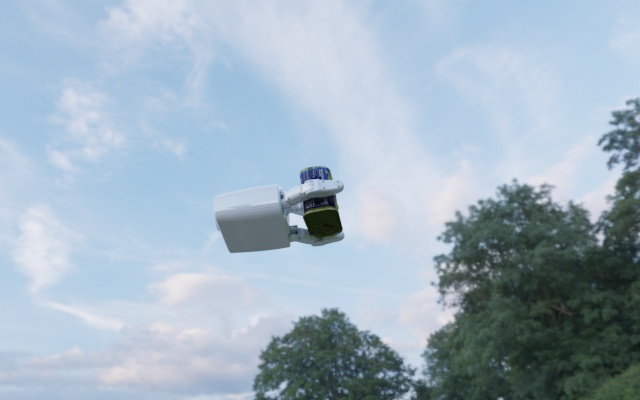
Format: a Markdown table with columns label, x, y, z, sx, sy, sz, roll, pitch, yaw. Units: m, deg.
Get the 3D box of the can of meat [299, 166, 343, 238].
| label | x | y | z | sx | sy | sz | roll | pitch | yaw |
| --- | --- | --- | --- | --- | --- | --- | --- | --- | --- |
| can of meat | 0.000 | 0.002 | 0.790 | 0.057 | 0.084 | 0.102 | -10 | -28 | 4 |
